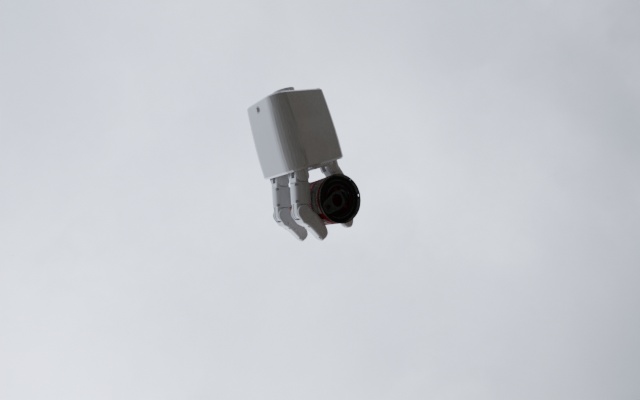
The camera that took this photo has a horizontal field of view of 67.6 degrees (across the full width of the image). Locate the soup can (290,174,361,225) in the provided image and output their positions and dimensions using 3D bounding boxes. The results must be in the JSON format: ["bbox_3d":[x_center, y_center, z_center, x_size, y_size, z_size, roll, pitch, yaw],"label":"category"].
[{"bbox_3d":[0.000,0.003,0.684,0.068,0.068,0.102,0,-5,-33],"label":"soup can"}]
